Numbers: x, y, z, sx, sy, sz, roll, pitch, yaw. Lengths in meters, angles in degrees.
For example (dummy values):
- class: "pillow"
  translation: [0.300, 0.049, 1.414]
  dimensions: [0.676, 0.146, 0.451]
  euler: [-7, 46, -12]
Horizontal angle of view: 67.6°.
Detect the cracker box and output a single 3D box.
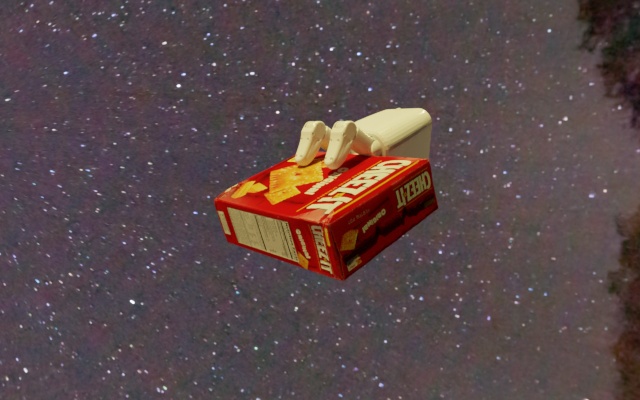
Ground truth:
- class: "cracker box"
  translation: [0.000, 0.002, 0.563]
  dimensions: [0.164, 0.072, 0.213]
  euler: [-32, 26, -34]
